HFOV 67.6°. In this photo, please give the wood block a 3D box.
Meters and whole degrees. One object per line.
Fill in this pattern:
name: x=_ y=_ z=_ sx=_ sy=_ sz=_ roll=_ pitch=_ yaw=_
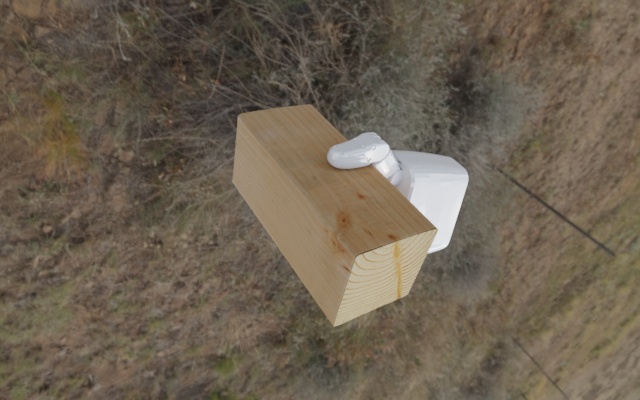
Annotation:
wood block: x=0.001 y=0.001 z=0.459 sx=0.090 sy=0.091 sz=0.206 roll=-15 pitch=47 yaw=-31
